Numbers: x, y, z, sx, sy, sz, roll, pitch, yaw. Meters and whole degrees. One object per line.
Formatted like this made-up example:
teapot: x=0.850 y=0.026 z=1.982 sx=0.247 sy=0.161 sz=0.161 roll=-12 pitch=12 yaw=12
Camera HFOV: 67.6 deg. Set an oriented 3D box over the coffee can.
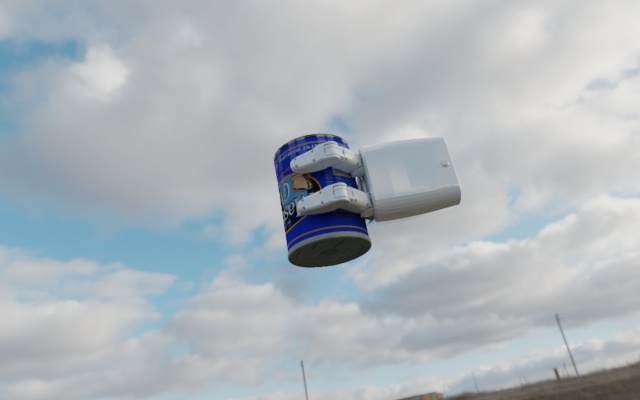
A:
coffee can: x=0.000 y=0.002 z=0.605 sx=0.103 sy=0.140 sz=0.103 roll=-9 pitch=-25 yaw=-4
